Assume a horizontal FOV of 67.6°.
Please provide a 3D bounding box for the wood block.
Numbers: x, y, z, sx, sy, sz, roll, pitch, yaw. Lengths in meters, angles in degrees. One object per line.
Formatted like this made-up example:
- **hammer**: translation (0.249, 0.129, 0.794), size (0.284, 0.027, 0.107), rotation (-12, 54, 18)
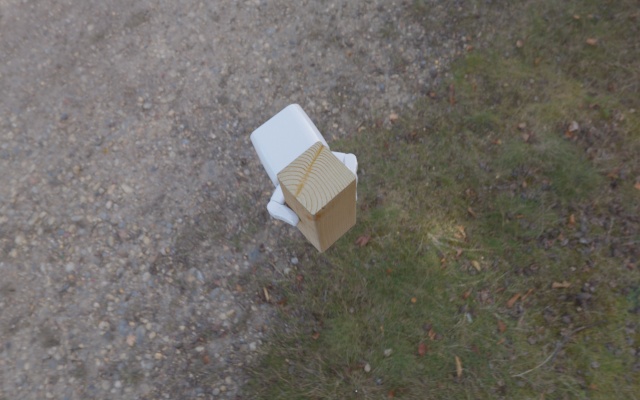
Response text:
- **wood block**: translation (0.000, 0.003, 0.806), size (0.091, 0.090, 0.206), rotation (-40, -19, -11)
